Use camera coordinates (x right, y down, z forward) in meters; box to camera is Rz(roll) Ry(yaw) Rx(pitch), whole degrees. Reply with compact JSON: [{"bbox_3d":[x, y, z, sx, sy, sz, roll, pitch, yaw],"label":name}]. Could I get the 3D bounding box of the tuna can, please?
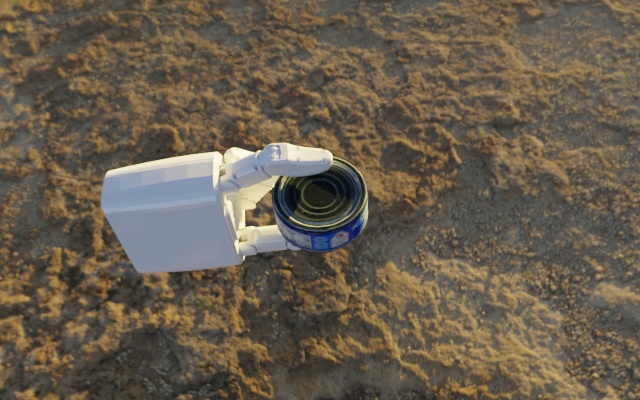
[{"bbox_3d":[0.000,0.001,0.427,0.086,0.086,0.034,0,-35,4],"label":"tuna can"}]
